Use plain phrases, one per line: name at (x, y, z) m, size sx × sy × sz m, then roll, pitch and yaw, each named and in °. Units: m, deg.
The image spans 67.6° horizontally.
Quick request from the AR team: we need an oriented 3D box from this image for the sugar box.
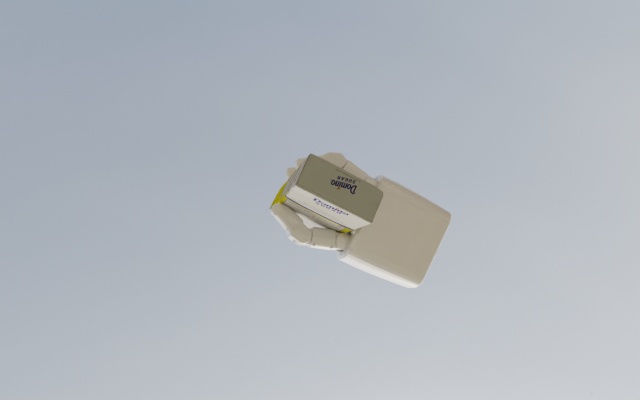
sugar box at (0.000, 0.001, 0.576) m, size 0.093 × 0.048 × 0.176 m, roll 27°, pitch -18°, yaw -9°
